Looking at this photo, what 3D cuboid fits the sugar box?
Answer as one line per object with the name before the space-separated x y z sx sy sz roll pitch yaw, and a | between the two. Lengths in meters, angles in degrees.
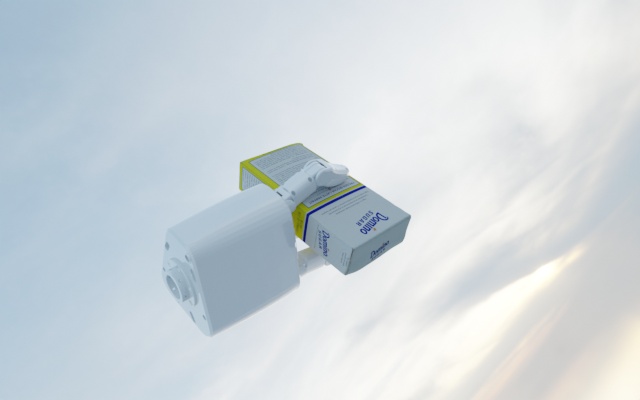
sugar box | 0.000 0.002 0.522 0.093 0.048 0.176 -25 50 -37
